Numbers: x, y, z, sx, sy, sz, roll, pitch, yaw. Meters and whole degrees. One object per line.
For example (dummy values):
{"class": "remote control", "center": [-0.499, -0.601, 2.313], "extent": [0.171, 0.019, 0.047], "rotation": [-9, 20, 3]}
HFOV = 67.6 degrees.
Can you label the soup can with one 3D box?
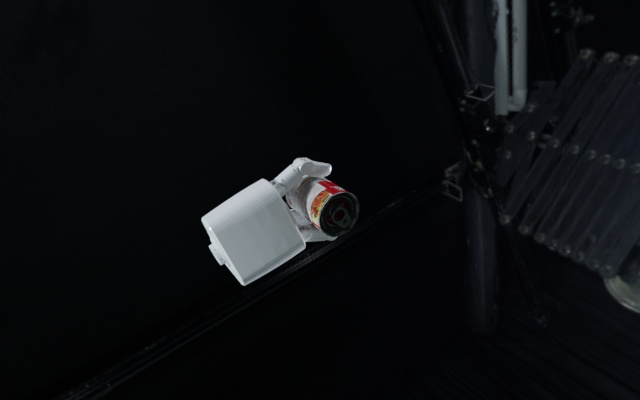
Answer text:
{"class": "soup can", "center": [0.000, 0.002, 0.704], "extent": [0.068, 0.068, 0.102], "rotation": [0, 21, -34]}
